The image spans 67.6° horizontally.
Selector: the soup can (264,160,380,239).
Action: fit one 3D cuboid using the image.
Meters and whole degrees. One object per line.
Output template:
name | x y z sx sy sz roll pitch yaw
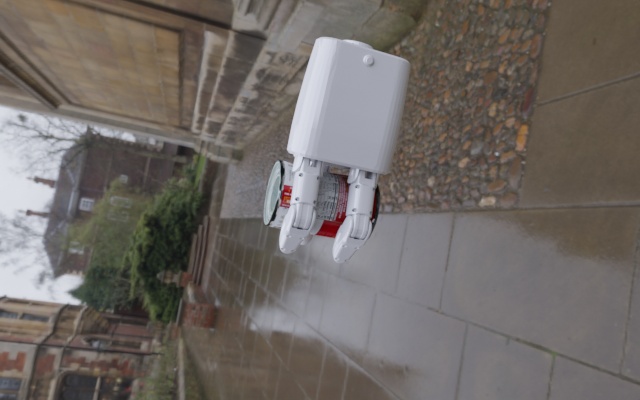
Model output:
soup can | 0.000 0.002 0.482 0.102 0.068 0.068 11 -3 -16
